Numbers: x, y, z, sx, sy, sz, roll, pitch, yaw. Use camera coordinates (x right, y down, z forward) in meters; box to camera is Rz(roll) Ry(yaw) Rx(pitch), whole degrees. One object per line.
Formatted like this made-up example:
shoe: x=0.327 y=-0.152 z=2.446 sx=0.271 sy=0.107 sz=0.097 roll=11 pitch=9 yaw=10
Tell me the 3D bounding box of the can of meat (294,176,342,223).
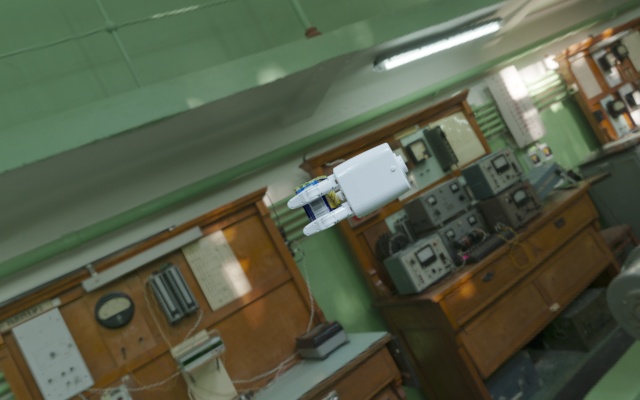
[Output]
can of meat: x=0.000 y=0.003 z=0.891 sx=0.057 sy=0.084 sz=0.102 roll=-28 pitch=-2 yaw=14
